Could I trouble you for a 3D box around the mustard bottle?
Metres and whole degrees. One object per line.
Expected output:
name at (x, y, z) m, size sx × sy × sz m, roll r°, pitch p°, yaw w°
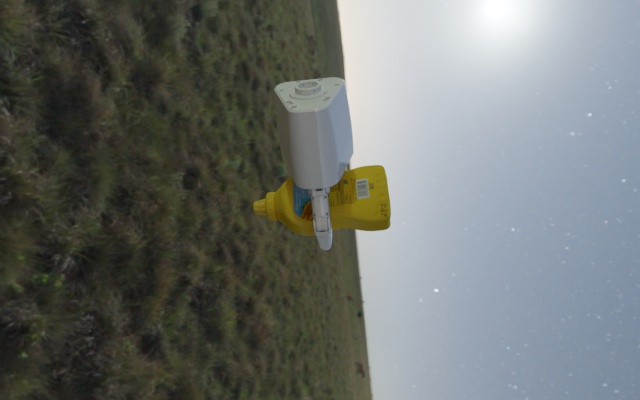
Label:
mustard bottle at (0.000, 0.002, 0.678) m, size 0.191 × 0.096 × 0.058 m, roll -5°, pitch -32°, yaw 4°
